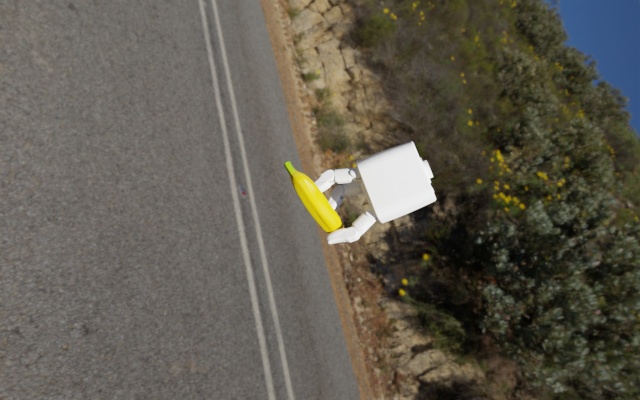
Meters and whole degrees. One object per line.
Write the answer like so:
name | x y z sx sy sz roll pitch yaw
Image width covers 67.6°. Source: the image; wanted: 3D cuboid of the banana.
banana | 0.002 0.012 0.842 0.037 0.198 0.069 -27 39 10
